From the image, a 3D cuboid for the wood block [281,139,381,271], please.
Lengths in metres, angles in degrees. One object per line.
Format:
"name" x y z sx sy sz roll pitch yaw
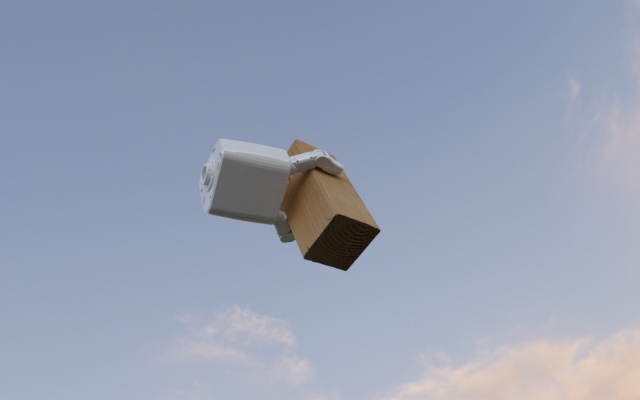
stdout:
"wood block" 0.000 0.002 0.765 0.090 0.091 0.206 21 26 -34
